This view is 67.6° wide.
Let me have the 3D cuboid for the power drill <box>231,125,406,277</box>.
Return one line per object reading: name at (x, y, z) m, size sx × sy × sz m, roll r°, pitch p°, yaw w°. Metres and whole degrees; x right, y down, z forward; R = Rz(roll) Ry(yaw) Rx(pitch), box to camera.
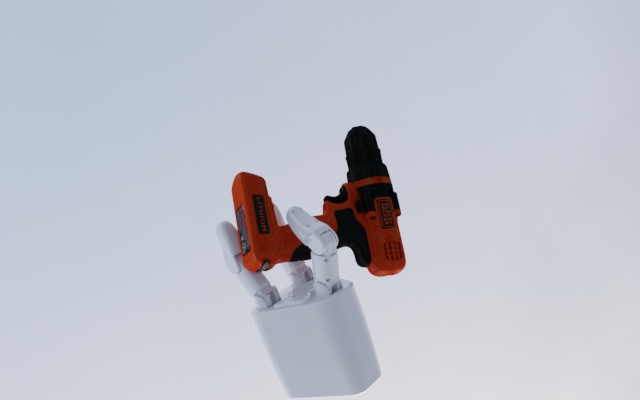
power drill at (0.000, 0.002, 0.535) m, size 0.187 × 0.184 × 0.057 m, roll -5°, pitch -18°, yaw -22°
